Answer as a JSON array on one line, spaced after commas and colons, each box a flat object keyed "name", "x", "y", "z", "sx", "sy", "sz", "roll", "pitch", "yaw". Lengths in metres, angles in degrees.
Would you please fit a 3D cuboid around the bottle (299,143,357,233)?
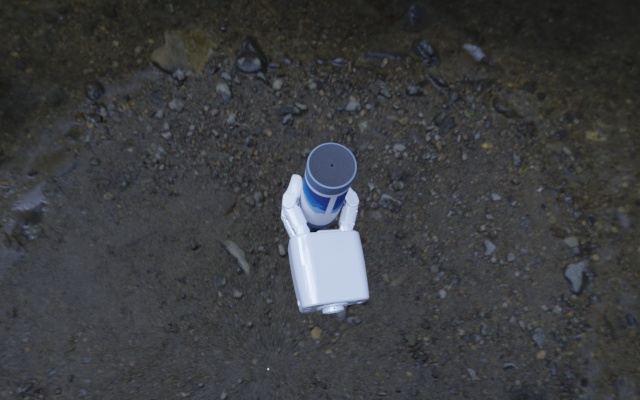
[{"name": "bottle", "x": 0.000, "y": 0.002, "z": 0.764, "sx": 0.069, "sy": 0.069, "sz": 0.296, "roll": 0, "pitch": -19, "yaw": -6}]
